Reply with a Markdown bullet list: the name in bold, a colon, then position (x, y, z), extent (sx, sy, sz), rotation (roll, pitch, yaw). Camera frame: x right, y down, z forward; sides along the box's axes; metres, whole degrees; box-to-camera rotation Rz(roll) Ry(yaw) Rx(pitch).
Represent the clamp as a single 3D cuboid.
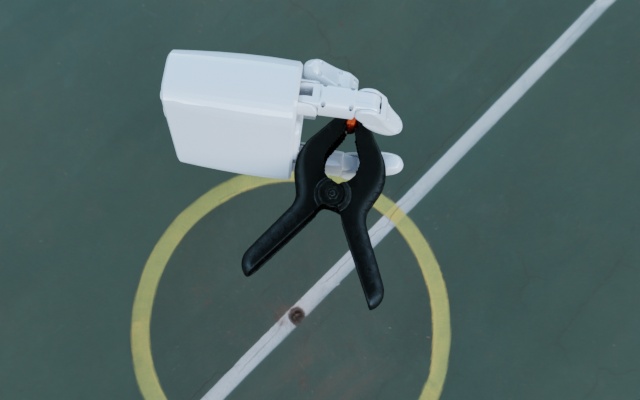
- **clamp**: position (0.000, 0.001, 0.409), extent (0.120, 0.171, 0.039), rotation (7, -13, -2)
